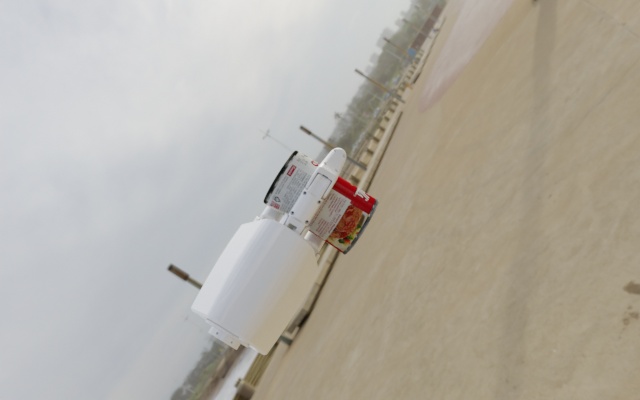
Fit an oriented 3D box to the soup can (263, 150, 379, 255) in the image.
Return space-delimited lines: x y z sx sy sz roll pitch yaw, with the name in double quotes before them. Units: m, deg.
"soup can" 0.000 0.001 0.501 0.102 0.068 0.068 32 -1 -1
